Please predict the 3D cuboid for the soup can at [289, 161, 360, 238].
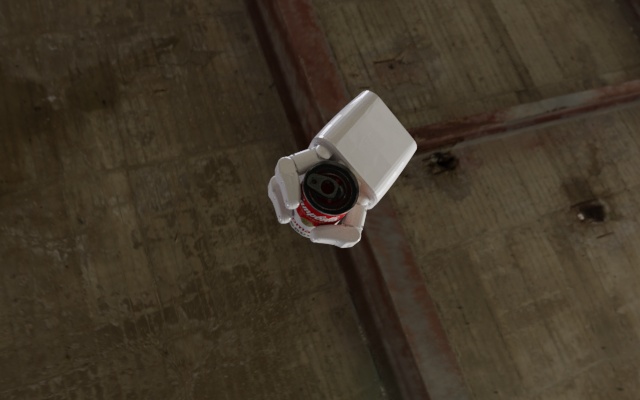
[{"bbox_3d":[0.000,0.002,0.593,0.068,0.068,0.102,0,-20,-15],"label":"soup can"}]
